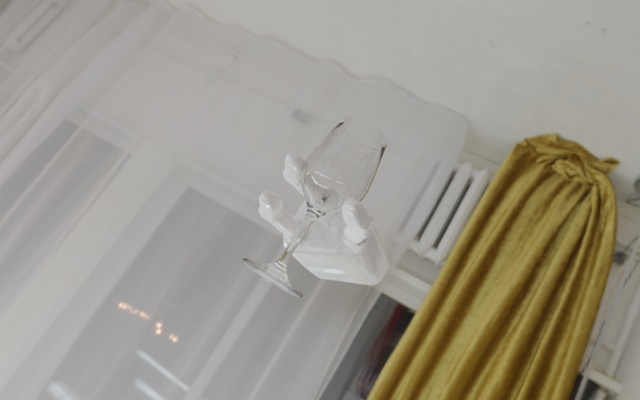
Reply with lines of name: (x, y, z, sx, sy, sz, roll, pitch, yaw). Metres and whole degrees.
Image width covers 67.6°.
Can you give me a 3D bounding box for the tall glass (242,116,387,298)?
tall glass: (0.000, 0.002, 0.528, 0.079, 0.201, 0.079, 29, -17, 10)
